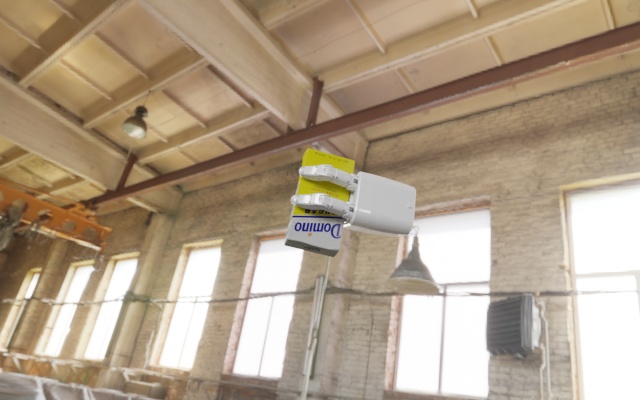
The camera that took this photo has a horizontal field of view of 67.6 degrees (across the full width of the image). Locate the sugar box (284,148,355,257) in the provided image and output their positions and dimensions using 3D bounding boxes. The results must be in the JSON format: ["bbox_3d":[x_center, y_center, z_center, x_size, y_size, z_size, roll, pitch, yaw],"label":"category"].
[{"bbox_3d":[0.000,0.002,0.838,0.093,0.176,0.048,14,-25,-8],"label":"sugar box"}]
